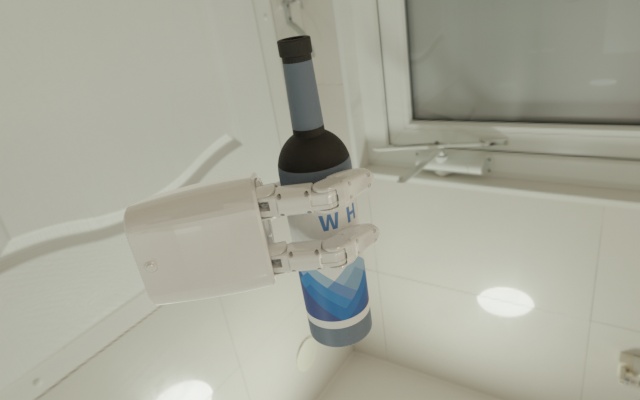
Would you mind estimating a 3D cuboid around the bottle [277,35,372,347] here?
[{"bbox_3d":[0.000,0.002,0.445,0.069,0.296,0.069,-8,25,4],"label":"bottle"}]
